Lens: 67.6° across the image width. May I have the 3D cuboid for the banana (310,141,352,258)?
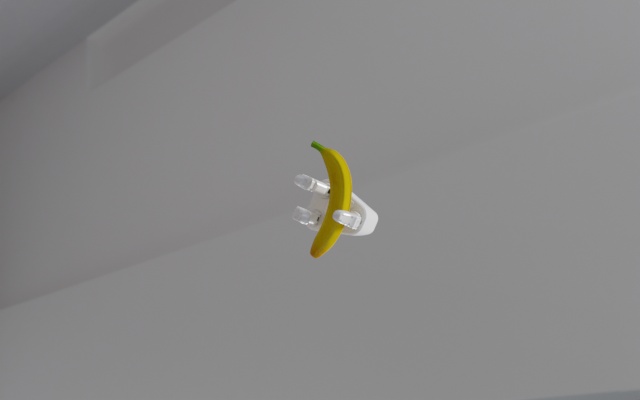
[{"bbox_3d":[0.019,-0.001,0.807,0.069,0.198,0.037,0,-2,9],"label":"banana"}]
